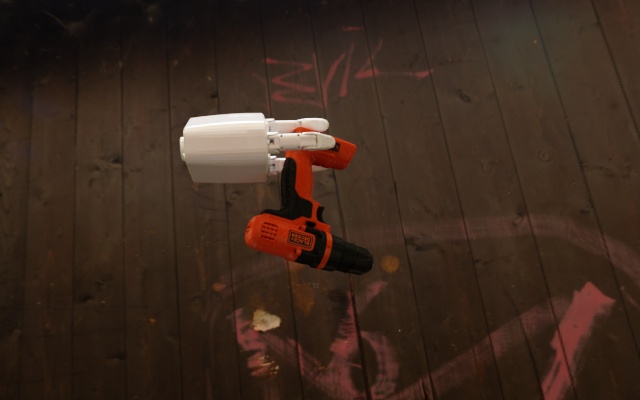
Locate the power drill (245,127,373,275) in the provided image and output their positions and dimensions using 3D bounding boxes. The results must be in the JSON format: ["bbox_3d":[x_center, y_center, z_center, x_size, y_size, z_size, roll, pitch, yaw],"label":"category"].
[{"bbox_3d":[0.000,0.002,0.671,0.184,0.187,0.057,18,-23,-19],"label":"power drill"}]
